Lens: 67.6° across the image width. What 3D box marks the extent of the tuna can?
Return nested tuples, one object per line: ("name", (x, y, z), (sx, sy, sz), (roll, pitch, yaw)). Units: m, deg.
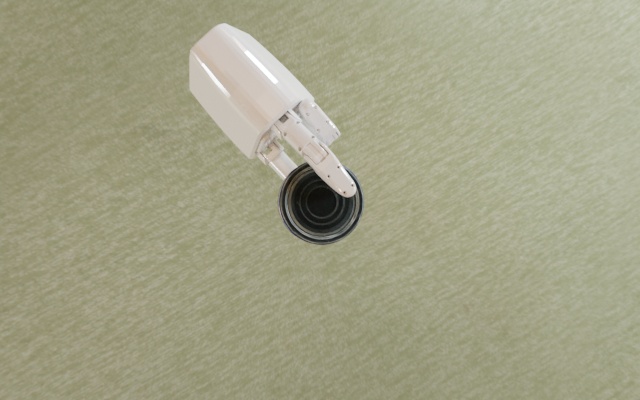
("tuna can", (0.000, 0.002, 0.481), (0.086, 0.086, 0.034), (0, 0, -7))
